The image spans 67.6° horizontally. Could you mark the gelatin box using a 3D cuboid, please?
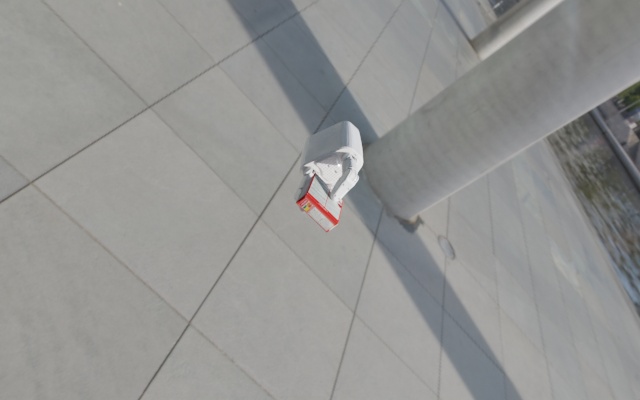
[{"bbox_3d":[0.000,0.003,0.804,0.030,0.073,0.089,-40,14,23],"label":"gelatin box"}]
